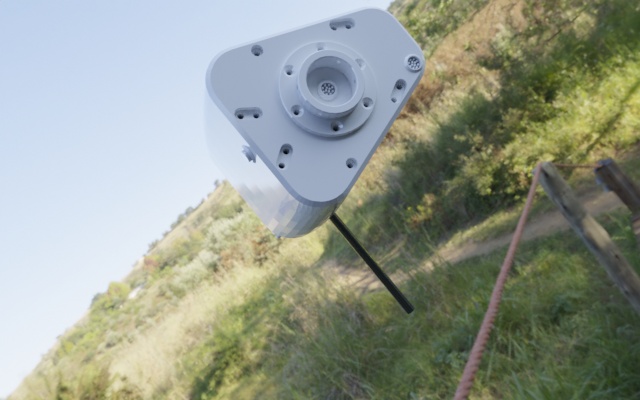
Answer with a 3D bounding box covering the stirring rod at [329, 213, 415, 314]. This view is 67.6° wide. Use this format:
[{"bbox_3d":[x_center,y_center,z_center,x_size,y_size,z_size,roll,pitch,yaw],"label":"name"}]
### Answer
[{"bbox_3d":[0.000,0.001,0.407,0.011,0.239,0.011,-40,-1,-1],"label":"stirring rod"}]
